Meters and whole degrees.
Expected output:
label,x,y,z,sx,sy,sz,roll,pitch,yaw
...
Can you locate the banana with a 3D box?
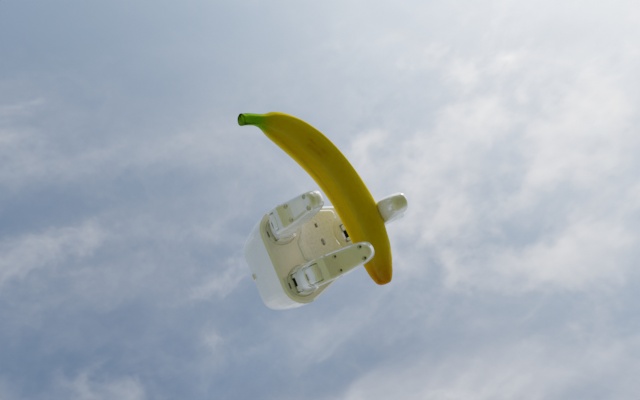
label,x,y,z,sx,sy,sz,roll,pitch,yaw
banana,0.008,-0.012,0.438,0.069,0.198,0.037,-47,8,-35
